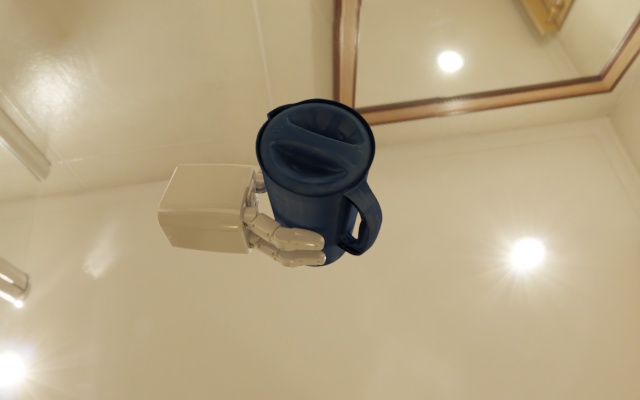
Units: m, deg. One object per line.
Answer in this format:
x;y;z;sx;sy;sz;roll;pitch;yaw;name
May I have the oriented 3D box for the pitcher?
0.000;0.002;0.620;0.145;0.149;0.243;4;-30;2;pitcher
